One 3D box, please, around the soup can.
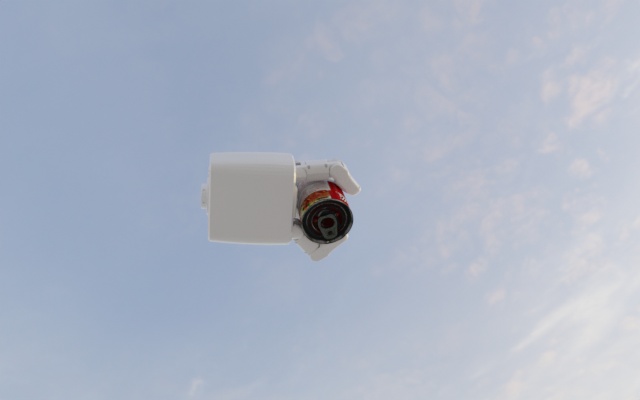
[{"bbox_3d":[0.001,0.002,0.644,0.068,0.068,0.102,0,31,-12],"label":"soup can"}]
